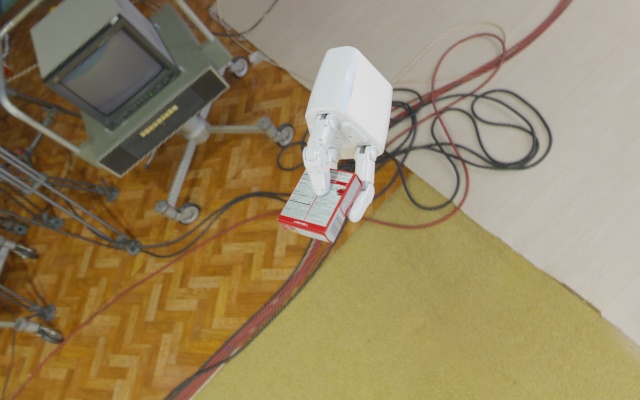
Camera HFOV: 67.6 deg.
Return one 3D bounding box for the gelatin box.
[{"bbox_3d":[0.000,0.002,0.585,0.073,0.089,0.030,14,-26,33],"label":"gelatin box"}]
